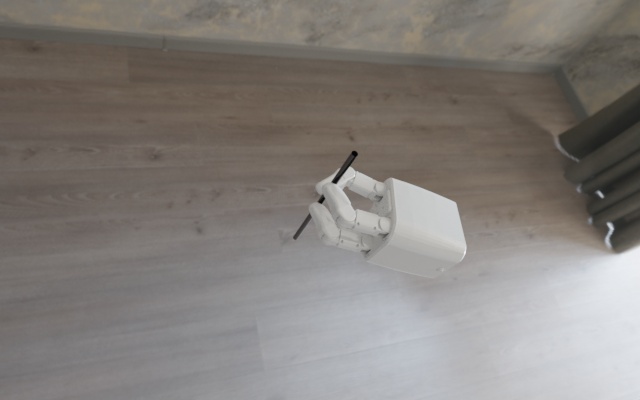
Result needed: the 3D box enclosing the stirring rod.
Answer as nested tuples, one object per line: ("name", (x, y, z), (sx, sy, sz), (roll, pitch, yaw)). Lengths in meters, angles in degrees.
("stirring rod", (0.000, 0.002, 0.645), (0.011, 0.011, 0.240), (0, -28, -21))
